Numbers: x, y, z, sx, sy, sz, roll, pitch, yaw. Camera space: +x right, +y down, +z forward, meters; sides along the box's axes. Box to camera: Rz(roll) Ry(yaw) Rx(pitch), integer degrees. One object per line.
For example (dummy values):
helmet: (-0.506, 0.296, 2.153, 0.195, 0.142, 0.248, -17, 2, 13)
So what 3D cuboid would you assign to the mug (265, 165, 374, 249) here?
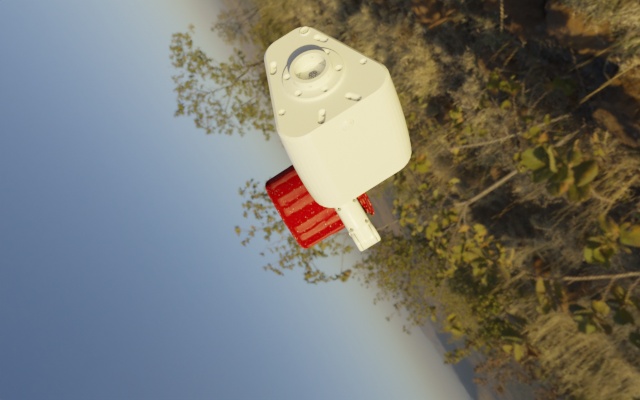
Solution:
mug: (0.000, 0.002, 0.501, 0.081, 0.093, 0.117, -31, -34, -1)
